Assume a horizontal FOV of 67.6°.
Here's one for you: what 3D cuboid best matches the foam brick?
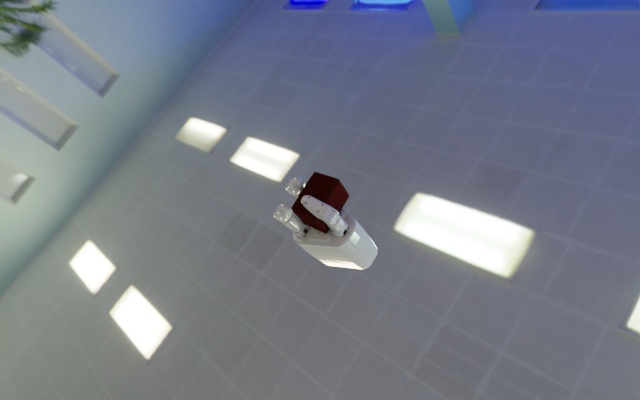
[{"bbox_3d":[0.000,0.002,0.774,0.053,0.078,0.051,22,-17,37],"label":"foam brick"}]
